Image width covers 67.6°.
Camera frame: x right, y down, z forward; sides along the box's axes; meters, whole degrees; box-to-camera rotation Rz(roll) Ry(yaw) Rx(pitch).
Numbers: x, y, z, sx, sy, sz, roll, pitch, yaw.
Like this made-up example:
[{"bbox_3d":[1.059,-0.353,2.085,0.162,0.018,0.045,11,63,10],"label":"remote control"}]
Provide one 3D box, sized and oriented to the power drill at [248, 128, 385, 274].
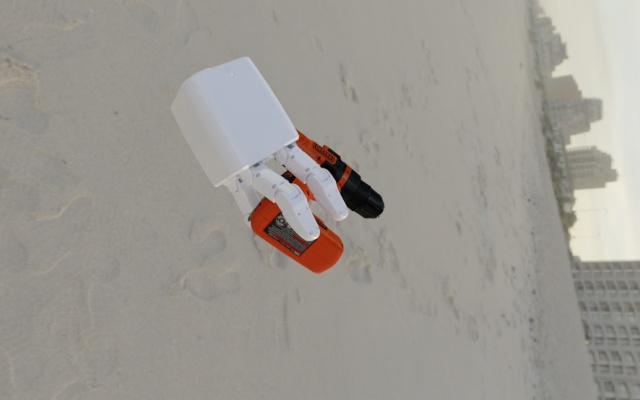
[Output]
[{"bbox_3d":[0.000,0.002,0.589,0.184,0.057,0.187,34,31,-11],"label":"power drill"}]
